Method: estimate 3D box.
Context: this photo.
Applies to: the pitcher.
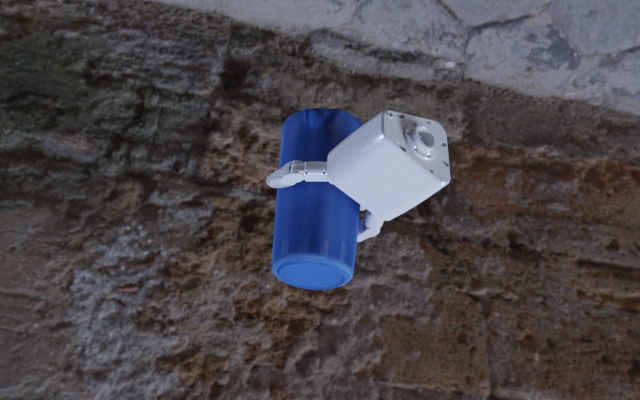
[{"bbox_3d":[0.000,0.002,0.689,0.149,0.242,0.145,23,-36,-27],"label":"pitcher"}]
